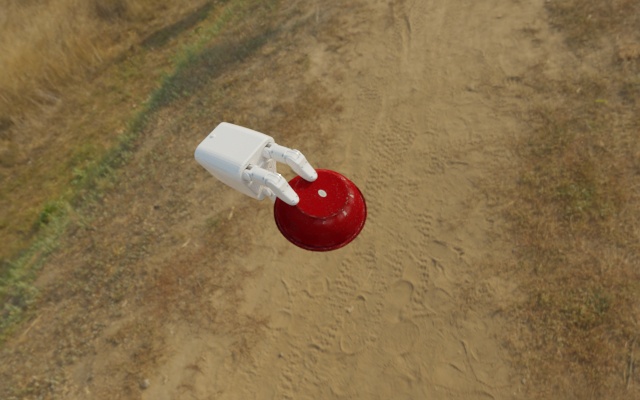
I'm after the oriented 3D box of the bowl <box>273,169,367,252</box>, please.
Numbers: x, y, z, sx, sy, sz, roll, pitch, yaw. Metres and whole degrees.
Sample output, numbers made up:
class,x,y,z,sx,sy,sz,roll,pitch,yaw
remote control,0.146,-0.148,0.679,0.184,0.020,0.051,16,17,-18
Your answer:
class,x,y,z,sx,sy,sz,roll,pitch,yaw
bowl,0.001,0.003,0.800,0.162,0.162,0.055,0,-31,-1
